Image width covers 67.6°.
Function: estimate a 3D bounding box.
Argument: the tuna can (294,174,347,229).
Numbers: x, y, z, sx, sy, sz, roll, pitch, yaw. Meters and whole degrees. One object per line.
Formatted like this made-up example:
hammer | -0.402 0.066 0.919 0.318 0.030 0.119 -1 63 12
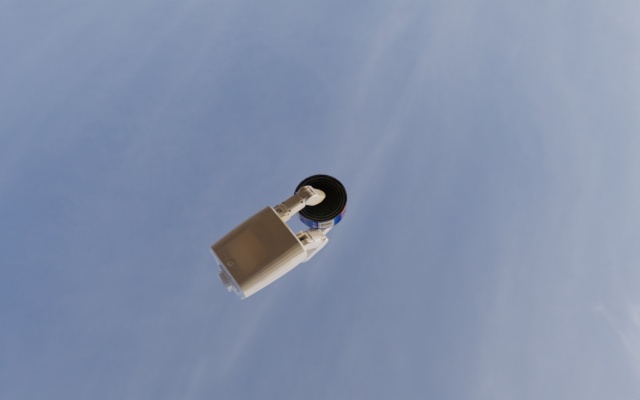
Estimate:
tuna can | 0.000 0.003 0.771 0.086 0.086 0.034 0 -28 2
